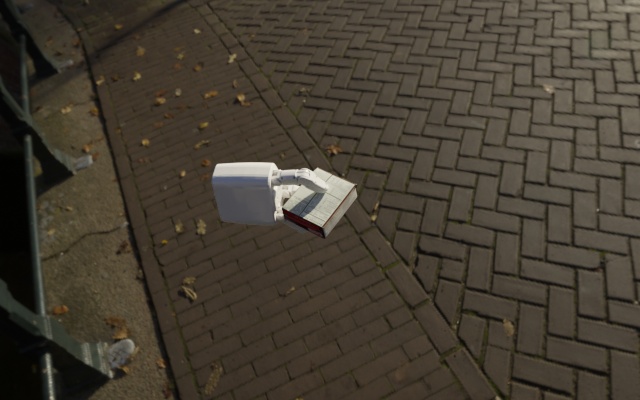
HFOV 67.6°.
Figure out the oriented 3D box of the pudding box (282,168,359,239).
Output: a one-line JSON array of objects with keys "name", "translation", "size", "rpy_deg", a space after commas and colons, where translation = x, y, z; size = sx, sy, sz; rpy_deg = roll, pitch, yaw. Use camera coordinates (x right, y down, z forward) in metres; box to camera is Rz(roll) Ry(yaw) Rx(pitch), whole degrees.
[{"name": "pudding box", "translation": [0.000, 0.003, 0.844], "size": [0.090, 0.113, 0.039], "rpy_deg": [26, -28, 25]}]
